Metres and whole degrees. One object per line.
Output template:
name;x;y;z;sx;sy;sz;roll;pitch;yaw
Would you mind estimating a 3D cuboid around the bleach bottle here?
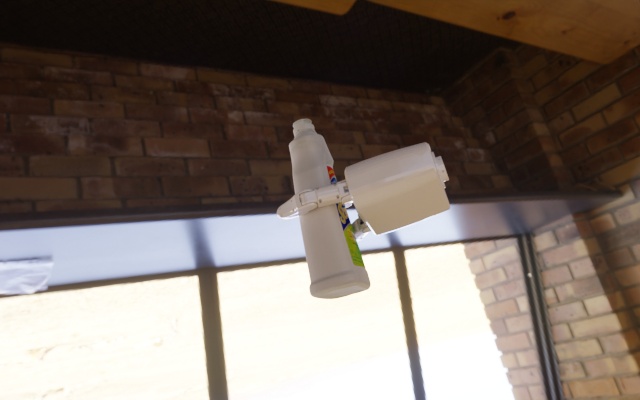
bleach bottle;0.000;0.002;0.644;0.068;0.250;0.102;-19;-19;14
